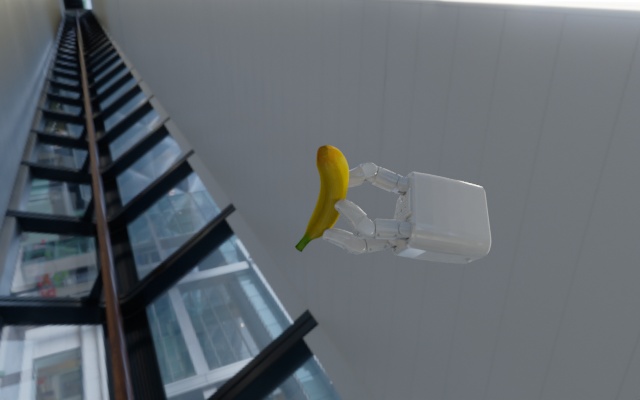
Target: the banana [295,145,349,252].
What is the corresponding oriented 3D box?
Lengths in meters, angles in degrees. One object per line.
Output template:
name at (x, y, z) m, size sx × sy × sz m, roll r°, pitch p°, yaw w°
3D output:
banana at (0.009, -0.007, 0.615) m, size 0.037 × 0.198 × 0.069 m, roll 29°, pitch 50°, yaw 14°
